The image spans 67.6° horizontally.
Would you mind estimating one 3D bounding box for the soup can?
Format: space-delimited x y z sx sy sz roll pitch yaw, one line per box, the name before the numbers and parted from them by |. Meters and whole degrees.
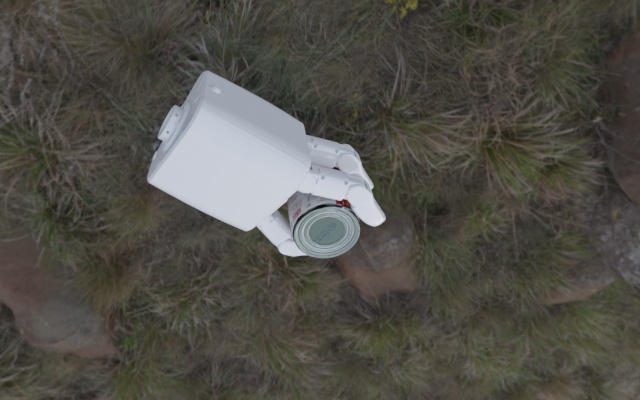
soup can | 0.000 0.002 0.497 0.068 0.069 0.102 0 36 -9
